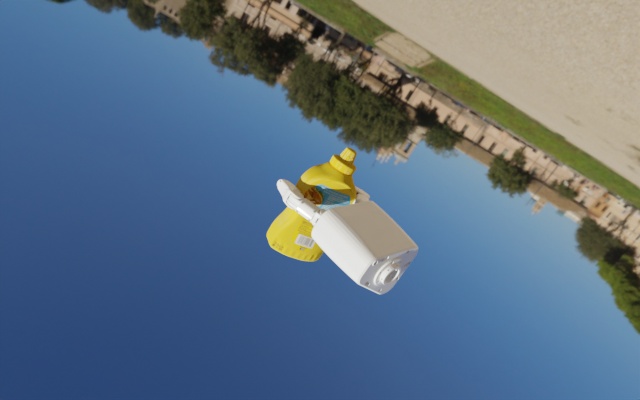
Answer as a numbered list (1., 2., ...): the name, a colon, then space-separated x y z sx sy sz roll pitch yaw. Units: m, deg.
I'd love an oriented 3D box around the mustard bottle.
1. mustard bottle: 0.000 0.002 0.742 0.096 0.192 0.058 22 21 -27
